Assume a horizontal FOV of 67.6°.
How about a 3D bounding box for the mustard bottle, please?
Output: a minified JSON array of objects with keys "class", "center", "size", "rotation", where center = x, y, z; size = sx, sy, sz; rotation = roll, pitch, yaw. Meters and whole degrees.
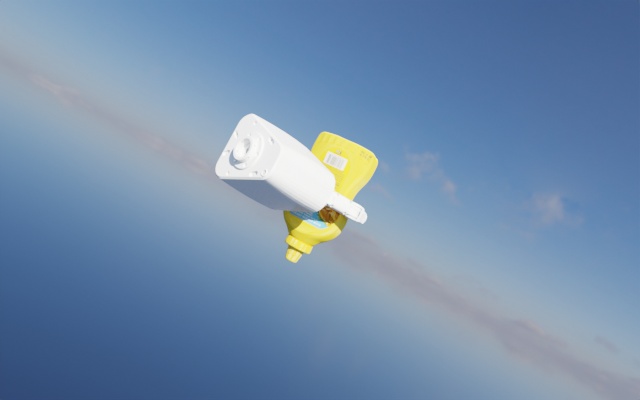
[{"class":"mustard bottle","center":[0.000,0.002,0.697],"size":[0.096,0.191,0.058],"rotation":[27,-3,19]}]
